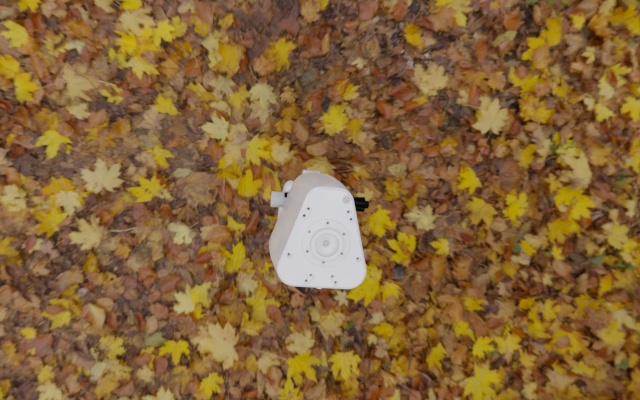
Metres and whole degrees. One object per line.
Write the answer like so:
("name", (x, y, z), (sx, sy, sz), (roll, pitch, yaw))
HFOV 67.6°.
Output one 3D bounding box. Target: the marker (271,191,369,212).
("marker", (0.000, 0.002, 0.586), (0.121, 0.020, 0.020), (4, -1, -9))
